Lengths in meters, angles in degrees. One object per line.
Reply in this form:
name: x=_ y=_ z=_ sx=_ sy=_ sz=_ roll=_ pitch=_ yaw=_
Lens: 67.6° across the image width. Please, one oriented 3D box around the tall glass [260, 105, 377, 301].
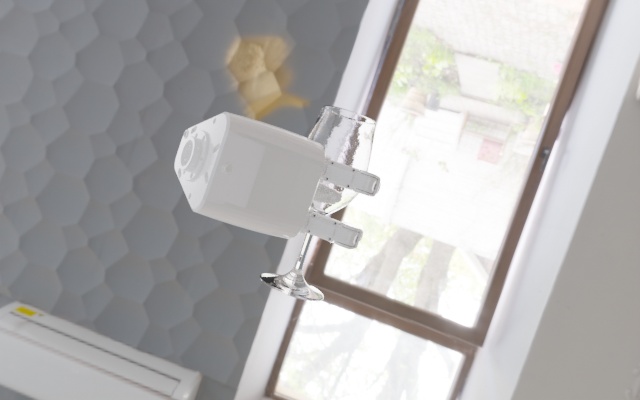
tall glass: x=0.000 y=0.002 z=0.521 sx=0.079 sy=0.201 sz=0.079 roll=19 pitch=3 yaw=-1
